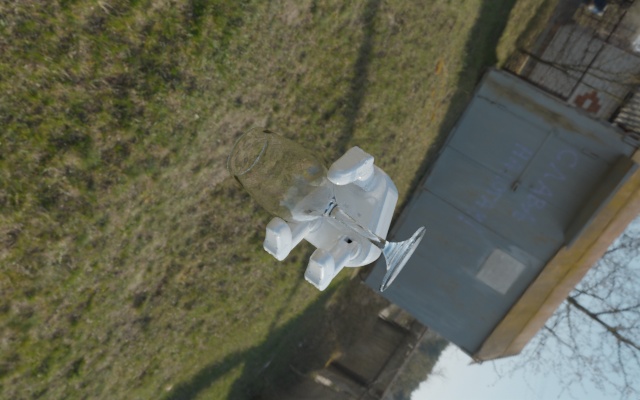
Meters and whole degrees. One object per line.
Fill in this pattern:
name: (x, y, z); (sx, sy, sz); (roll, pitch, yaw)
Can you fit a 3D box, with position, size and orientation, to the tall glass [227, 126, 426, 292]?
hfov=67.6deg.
tall glass: (0.001, 0.002, 0.478); (0.201, 0.079, 0.079); (35, 12, 18)
